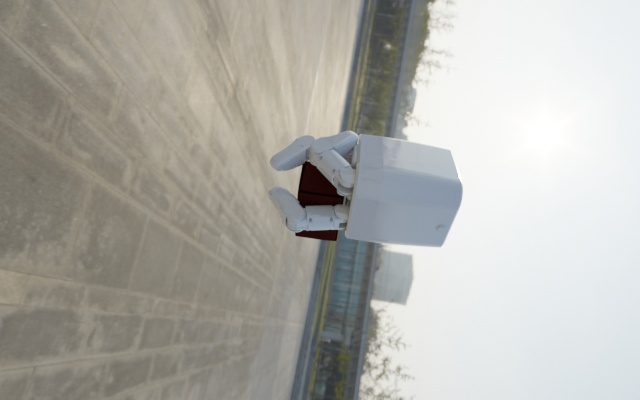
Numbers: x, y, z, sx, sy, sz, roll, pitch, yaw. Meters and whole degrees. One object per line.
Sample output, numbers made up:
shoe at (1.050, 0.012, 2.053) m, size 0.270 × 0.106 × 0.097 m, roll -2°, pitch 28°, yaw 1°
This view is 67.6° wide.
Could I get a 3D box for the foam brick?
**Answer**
foam brick at (0.000, 0.002, 0.551) m, size 0.051 × 0.053 × 0.078 m, roll 7°, pitch -43°, yaw 0°
